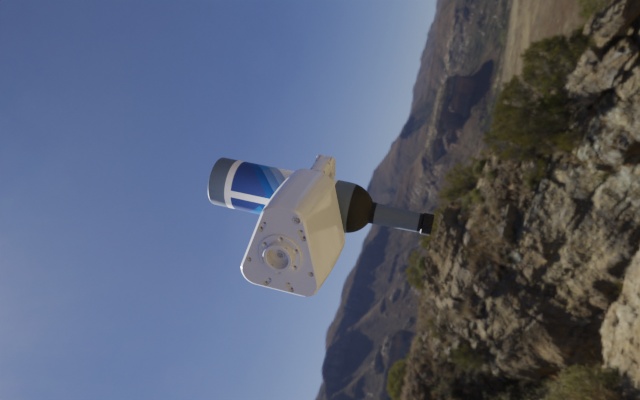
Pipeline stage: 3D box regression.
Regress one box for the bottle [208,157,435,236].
[{"bbox_3d":[0.000,0.002,0.631,0.295,0.069,0.069,12,2,12],"label":"bottle"}]
